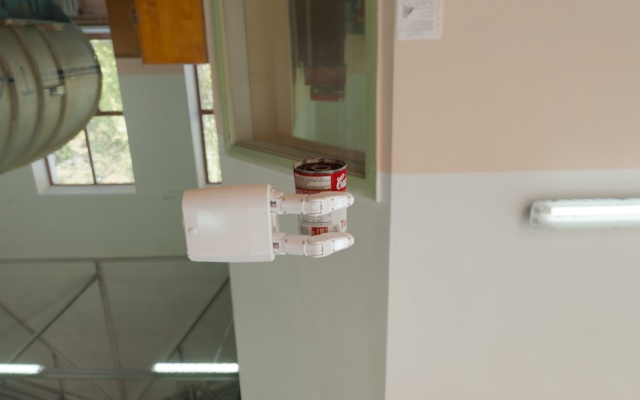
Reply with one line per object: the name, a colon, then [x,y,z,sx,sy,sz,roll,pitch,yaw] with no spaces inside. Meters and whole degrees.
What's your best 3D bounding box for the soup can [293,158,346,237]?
soup can: [0.001,0.002,0.624,0.068,0.102,0.068,-1,19,0]
